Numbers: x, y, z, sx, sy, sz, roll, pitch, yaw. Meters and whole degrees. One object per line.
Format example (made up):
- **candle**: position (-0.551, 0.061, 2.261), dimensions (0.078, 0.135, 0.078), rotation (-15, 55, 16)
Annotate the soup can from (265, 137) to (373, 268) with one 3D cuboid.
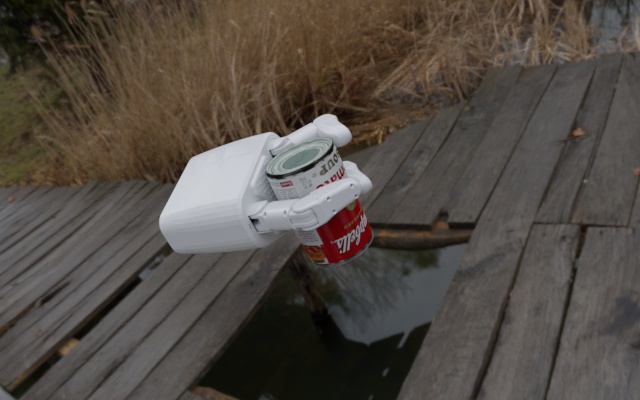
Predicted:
- **soup can**: position (0.000, 0.001, 0.442), dimensions (0.068, 0.102, 0.068), rotation (-20, 25, 10)
